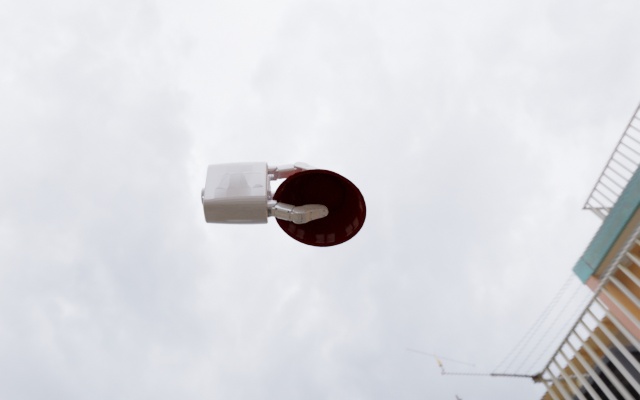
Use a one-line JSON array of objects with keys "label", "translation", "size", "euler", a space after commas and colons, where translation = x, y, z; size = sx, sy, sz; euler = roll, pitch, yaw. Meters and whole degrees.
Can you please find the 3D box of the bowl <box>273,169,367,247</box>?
[{"label": "bowl", "translation": [0.001, 0.003, 0.829], "size": [0.162, 0.162, 0.055], "euler": [0, 34, 7]}]
